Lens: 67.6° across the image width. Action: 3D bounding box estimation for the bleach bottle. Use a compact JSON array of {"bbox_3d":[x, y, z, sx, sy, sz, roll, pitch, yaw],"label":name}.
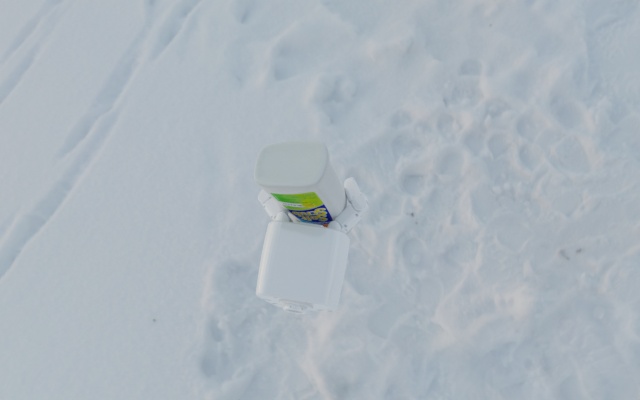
[{"bbox_3d":[0.000,0.002,0.701,0.102,0.068,0.251,0,-23,21],"label":"bleach bottle"}]
